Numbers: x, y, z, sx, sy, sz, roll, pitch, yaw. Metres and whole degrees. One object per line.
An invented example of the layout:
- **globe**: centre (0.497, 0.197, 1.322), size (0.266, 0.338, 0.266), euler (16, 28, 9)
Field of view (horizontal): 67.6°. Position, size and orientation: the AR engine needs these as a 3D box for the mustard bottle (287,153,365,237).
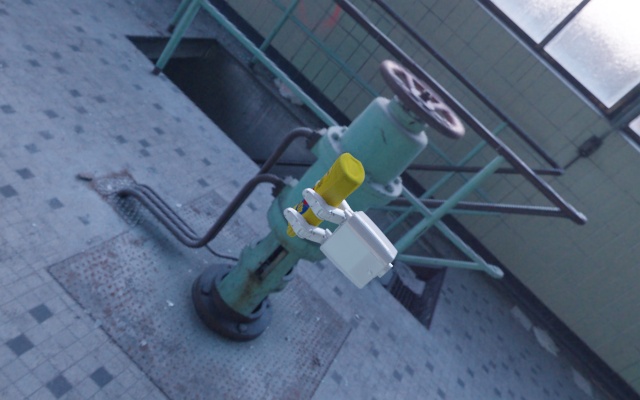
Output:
- **mustard bottle**: centre (0.000, 0.002, 0.882), size (0.058, 0.192, 0.096), euler (36, 28, -14)
